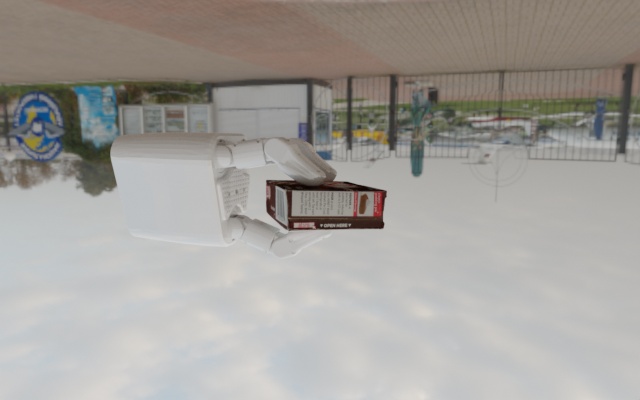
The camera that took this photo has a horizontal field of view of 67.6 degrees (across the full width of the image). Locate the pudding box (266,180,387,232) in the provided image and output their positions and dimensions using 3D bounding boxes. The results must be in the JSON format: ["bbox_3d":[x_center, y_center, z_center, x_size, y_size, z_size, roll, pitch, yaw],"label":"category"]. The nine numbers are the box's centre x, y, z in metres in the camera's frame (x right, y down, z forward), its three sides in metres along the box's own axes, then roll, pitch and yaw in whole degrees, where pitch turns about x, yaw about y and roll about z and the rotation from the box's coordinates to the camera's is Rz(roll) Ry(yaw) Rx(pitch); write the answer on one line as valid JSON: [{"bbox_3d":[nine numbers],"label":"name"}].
[{"bbox_3d":[0.000,0.002,0.451,0.090,0.039,0.113,-1,9,-15],"label":"pudding box"}]
